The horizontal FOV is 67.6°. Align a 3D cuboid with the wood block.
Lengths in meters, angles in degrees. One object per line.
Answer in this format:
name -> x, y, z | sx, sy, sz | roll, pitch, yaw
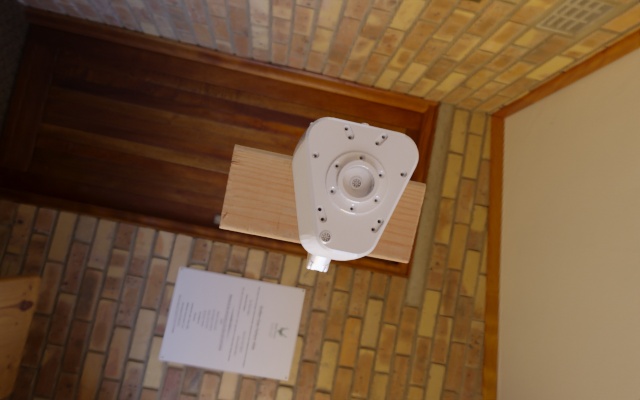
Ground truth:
wood block -> 0.000, 0.002, 0.543 | 0.206, 0.091, 0.090 | 12, 4, -5
